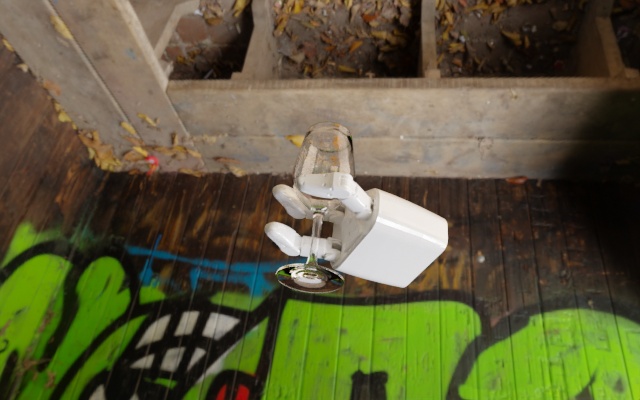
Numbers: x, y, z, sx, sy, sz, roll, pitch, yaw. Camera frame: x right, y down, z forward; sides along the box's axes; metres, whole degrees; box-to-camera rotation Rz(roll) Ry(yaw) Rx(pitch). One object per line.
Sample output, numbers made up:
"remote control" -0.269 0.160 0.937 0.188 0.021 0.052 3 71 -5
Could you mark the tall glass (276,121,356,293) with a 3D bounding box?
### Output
"tall glass" 0.000 0.002 0.565 0.079 0.201 0.079 5 -32 3
